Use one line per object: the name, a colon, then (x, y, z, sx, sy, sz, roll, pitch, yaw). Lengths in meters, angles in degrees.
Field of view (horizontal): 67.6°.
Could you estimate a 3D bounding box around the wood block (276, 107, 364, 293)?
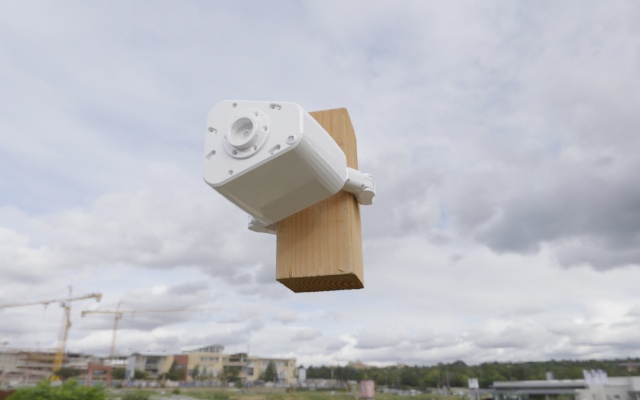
wood block: (0.000, 0.002, 0.588, 0.091, 0.206, 0.090, -5, -22, 11)
